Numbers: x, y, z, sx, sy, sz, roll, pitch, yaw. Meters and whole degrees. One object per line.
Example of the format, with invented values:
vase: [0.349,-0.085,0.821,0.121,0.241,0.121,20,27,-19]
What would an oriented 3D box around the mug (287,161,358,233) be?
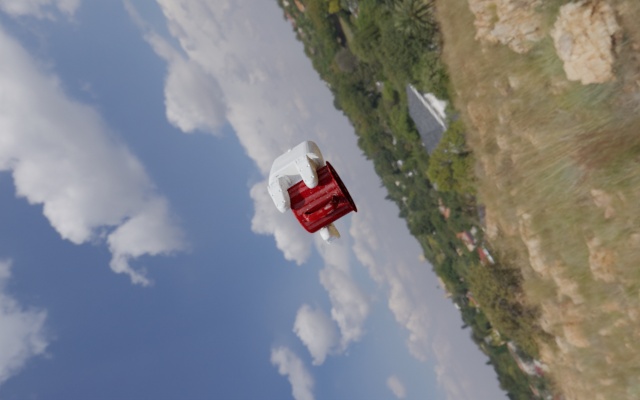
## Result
mug: [0.000,0.003,0.730,0.081,0.093,0.117,-31,19,8]
